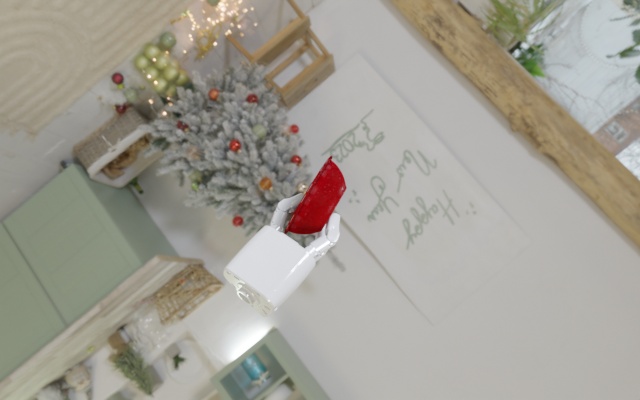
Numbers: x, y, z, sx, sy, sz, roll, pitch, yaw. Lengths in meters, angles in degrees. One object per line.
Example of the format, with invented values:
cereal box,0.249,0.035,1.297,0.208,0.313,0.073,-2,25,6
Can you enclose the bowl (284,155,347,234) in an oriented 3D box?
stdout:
bowl,0.001,0.002,0.846,0.055,0.162,0.162,31,1,1
